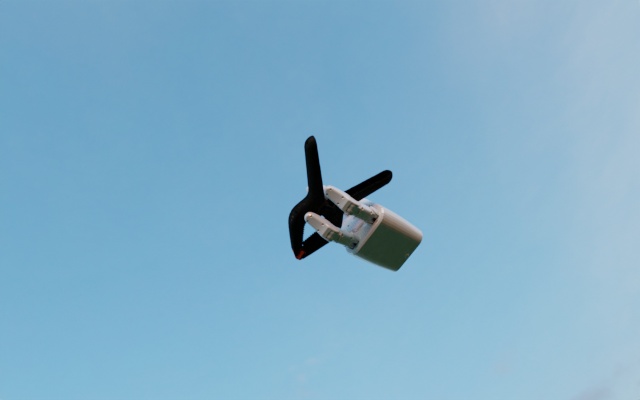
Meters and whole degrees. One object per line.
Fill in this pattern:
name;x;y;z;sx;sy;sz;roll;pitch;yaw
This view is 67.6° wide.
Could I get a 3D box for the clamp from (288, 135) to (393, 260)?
clamp;0.000;0.003;0.784;0.164;0.210;0.036;29;16;-27
